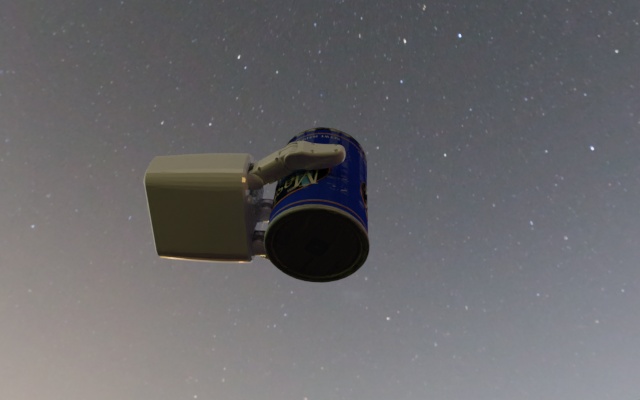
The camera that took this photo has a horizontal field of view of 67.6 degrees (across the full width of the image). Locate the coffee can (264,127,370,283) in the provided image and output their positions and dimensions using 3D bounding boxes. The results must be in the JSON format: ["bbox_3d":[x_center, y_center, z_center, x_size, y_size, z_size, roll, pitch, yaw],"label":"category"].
[{"bbox_3d":[0.000,0.002,0.514,0.103,0.103,0.140,0,40,4],"label":"coffee can"}]
